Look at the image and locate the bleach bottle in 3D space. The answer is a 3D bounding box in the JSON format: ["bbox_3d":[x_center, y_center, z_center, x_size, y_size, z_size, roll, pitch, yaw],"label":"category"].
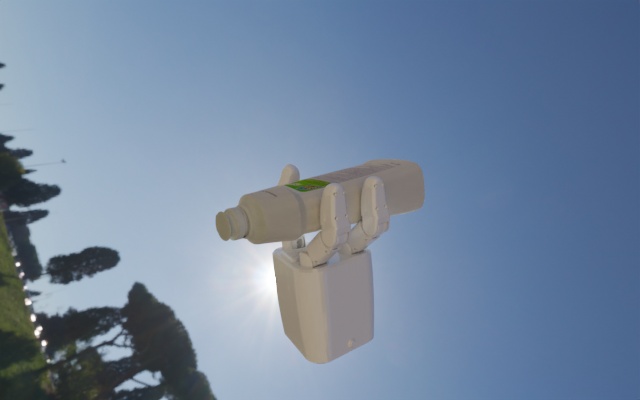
[{"bbox_3d":[0.000,0.002,0.524,0.251,0.068,0.102,-13,11,-38],"label":"bleach bottle"}]
